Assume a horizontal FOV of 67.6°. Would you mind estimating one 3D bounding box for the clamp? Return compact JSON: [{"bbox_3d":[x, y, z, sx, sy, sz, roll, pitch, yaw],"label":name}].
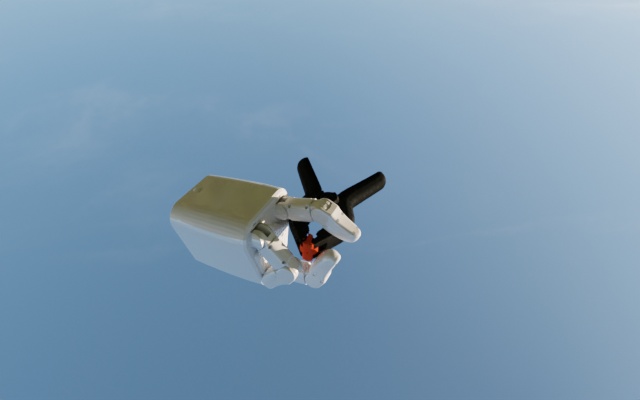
[{"bbox_3d":[0.000,0.003,0.595,0.120,0.039,0.171,13,39,22],"label":"clamp"}]
